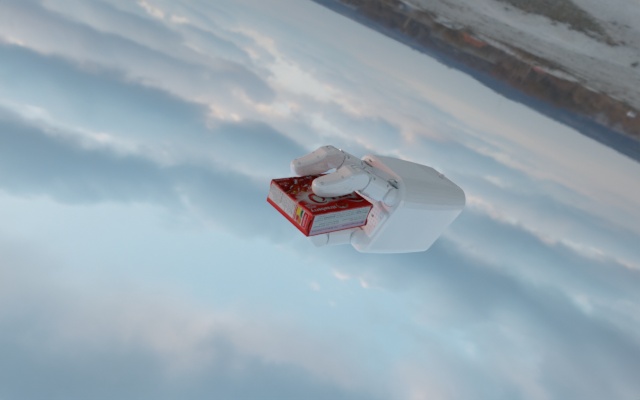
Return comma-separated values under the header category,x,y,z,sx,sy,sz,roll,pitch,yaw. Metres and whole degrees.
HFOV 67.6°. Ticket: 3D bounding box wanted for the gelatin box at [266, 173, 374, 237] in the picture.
category,x,y,z,sx,sy,sz,roll,pitch,yaw
gelatin box,0.000,0.002,0.506,0.089,0.030,0.073,-9,36,-41
